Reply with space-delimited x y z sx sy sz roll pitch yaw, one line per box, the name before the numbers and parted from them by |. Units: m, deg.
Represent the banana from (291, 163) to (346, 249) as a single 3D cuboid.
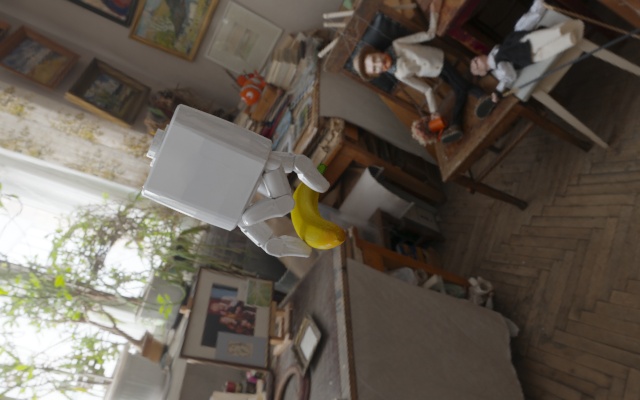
banana | -0.009 0.015 0.613 0.037 0.070 0.197 23 23 -20
